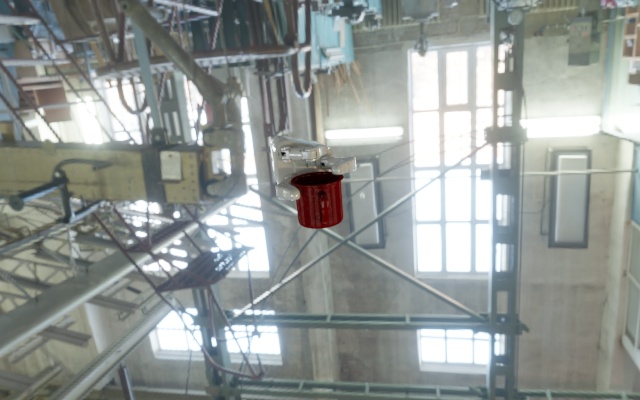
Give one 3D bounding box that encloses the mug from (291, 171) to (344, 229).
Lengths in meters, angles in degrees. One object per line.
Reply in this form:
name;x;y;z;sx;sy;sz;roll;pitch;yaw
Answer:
mug;0.001;0.003;0.832;0.093;0.081;0.117;-8;18;-10
